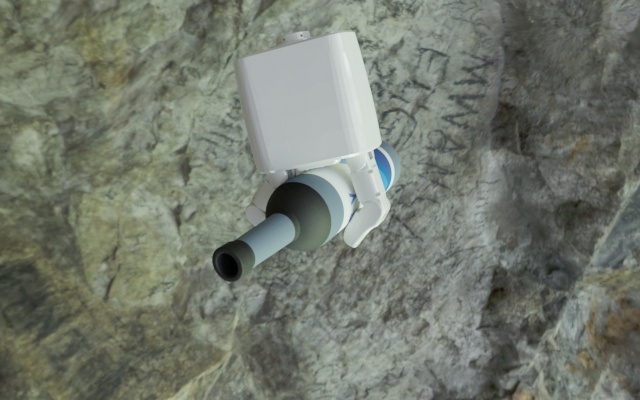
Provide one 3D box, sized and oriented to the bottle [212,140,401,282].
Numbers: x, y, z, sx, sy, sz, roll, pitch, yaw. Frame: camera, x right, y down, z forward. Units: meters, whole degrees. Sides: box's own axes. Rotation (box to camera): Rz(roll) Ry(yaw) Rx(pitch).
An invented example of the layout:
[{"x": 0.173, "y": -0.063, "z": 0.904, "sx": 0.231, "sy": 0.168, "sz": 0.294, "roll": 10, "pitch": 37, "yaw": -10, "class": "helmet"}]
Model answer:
[{"x": 0.000, "y": 0.002, "z": 0.461, "sx": 0.069, "sy": 0.069, "sz": 0.295, "roll": 0, "pitch": 18, "yaw": 28, "class": "bottle"}]
